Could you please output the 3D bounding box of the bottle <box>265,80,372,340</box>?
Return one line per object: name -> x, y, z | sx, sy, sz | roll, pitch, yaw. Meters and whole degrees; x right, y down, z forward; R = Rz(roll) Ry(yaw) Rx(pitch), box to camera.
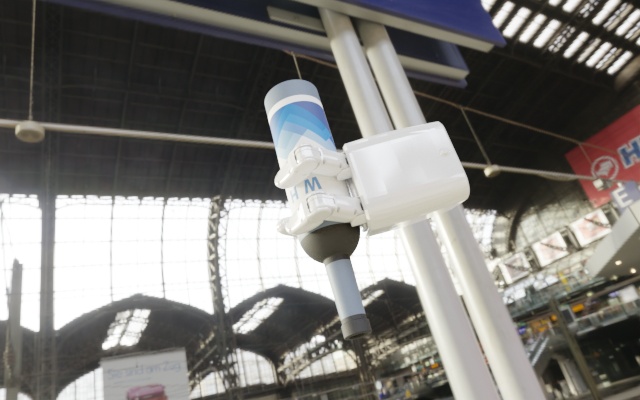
bottle -> 0.000, 0.002, 0.516 | 0.069, 0.295, 0.069 | -13, -27, -7
